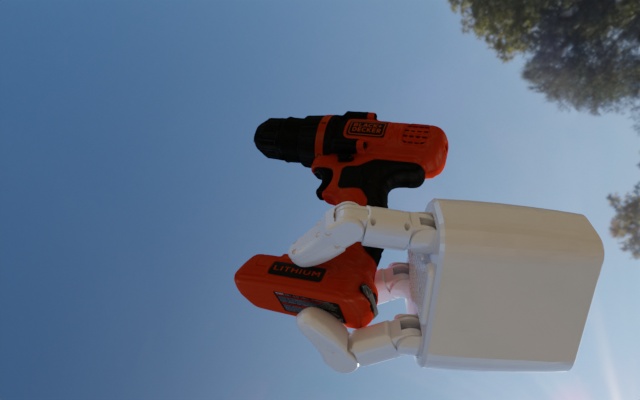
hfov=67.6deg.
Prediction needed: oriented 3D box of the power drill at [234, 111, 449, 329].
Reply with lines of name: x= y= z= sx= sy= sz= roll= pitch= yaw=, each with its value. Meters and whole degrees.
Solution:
power drill: x=0.000 y=0.002 z=0.400 sx=0.184 sy=0.187 sz=0.057 roll=7 pitch=-33 yaw=24
